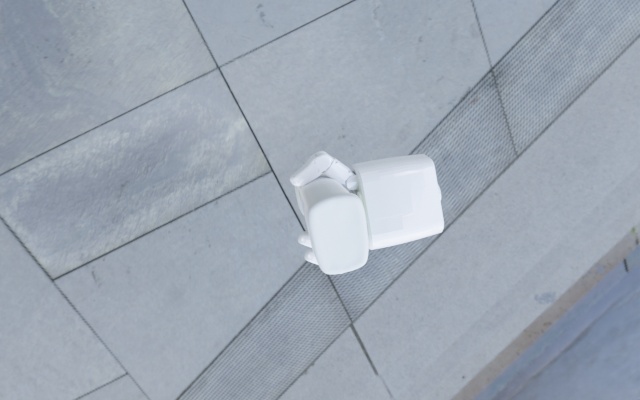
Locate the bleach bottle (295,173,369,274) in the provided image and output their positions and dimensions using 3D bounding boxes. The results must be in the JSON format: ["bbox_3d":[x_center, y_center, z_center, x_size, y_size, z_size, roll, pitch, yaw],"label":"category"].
[{"bbox_3d":[0.000,0.002,0.664,0.068,0.103,0.250,-12,21,-7],"label":"bleach bottle"}]
